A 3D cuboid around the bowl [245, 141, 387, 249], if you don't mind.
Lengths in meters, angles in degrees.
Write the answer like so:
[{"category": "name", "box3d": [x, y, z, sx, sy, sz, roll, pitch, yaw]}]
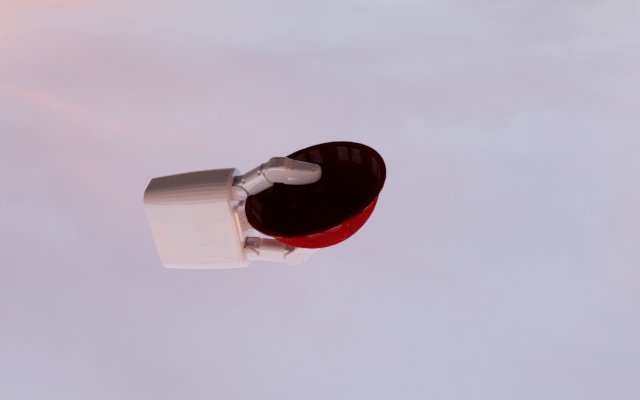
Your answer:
[{"category": "bowl", "box3d": [0.001, 0.002, 0.532, 0.162, 0.055, 0.162, -14, 37, 11]}]
